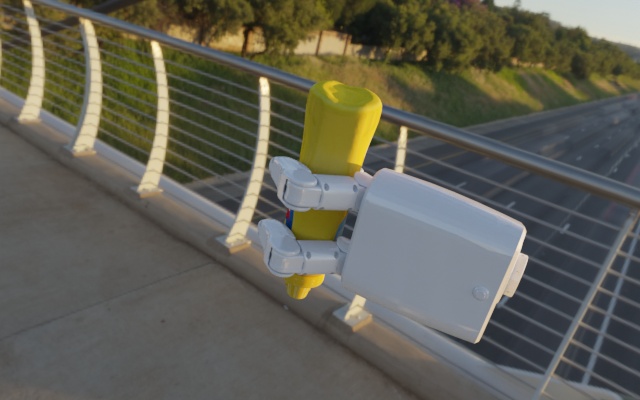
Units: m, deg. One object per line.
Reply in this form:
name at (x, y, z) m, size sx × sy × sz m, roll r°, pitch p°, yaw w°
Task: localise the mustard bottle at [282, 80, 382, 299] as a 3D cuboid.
mustard bottle at (0.000, 0.001, 0.405) m, size 0.058 × 0.192 × 0.096 m, roll 13°, pitch 23°, yaw -2°
